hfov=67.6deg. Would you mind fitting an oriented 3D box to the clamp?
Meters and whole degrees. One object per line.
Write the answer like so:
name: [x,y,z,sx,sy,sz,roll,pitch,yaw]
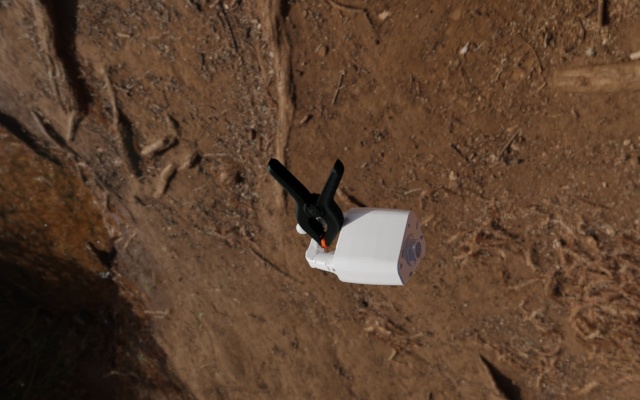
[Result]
clamp: [0.000,0.003,0.727,0.120,0.172,0.039,0,42,34]
